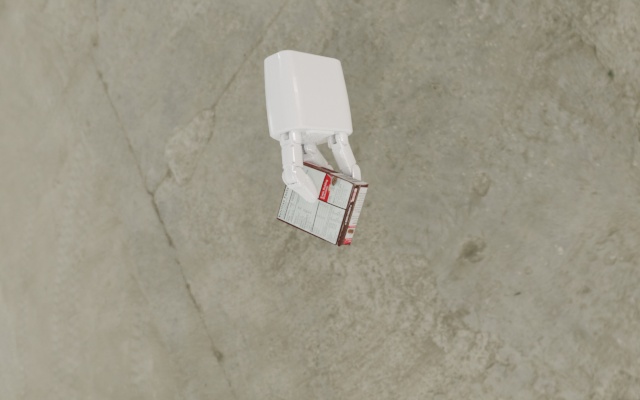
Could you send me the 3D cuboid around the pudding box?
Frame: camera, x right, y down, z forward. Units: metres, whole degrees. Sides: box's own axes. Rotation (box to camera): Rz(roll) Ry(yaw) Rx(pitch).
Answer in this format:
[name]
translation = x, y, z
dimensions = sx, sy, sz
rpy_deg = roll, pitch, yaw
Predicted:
[pudding box]
translation = 0.000, 0.002, 0.655
dimensions = 0.113, 0.090, 0.039
rpy_deg = 23, 13, 34
